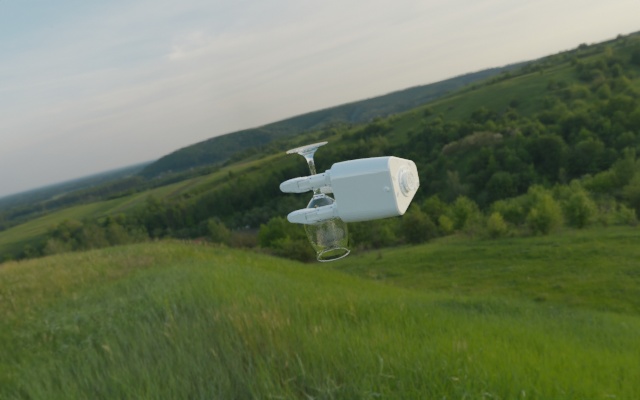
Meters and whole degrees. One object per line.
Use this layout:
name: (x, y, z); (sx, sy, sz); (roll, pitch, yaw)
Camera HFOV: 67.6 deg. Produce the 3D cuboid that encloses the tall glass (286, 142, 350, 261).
tall glass: (0.000, 0.002, 0.843); (0.079, 0.201, 0.079); (-13, 10, 2)
